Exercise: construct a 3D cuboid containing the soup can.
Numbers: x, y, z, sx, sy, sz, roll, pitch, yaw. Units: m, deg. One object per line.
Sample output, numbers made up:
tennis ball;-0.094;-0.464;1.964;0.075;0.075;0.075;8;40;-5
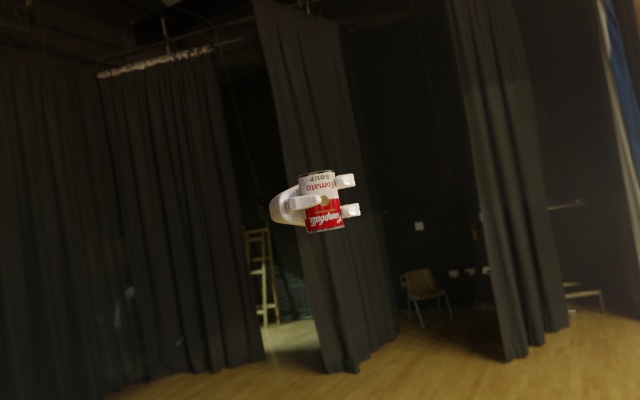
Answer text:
soup can;0.000;0.002;0.845;0.068;0.102;0.068;-10;-2;0
